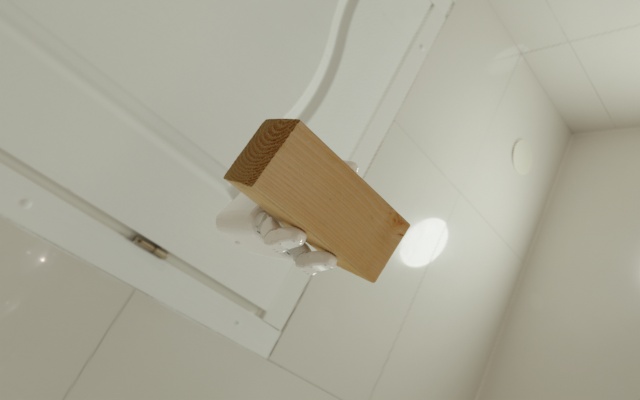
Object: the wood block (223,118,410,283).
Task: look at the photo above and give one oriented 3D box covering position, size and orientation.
[{"bbox_3d":[0.000,0.002,0.578,0.206,0.091,0.090,40,-13,-30],"label":"wood block"}]
